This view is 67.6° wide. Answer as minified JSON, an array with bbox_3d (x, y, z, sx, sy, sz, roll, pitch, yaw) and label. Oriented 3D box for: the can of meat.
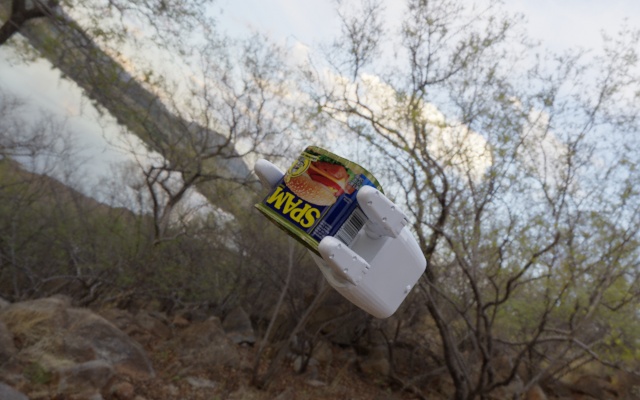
[{"bbox_3d":[0.000,0.001,0.455,0.102,0.084,0.057,30,-12,45],"label":"can of meat"}]
